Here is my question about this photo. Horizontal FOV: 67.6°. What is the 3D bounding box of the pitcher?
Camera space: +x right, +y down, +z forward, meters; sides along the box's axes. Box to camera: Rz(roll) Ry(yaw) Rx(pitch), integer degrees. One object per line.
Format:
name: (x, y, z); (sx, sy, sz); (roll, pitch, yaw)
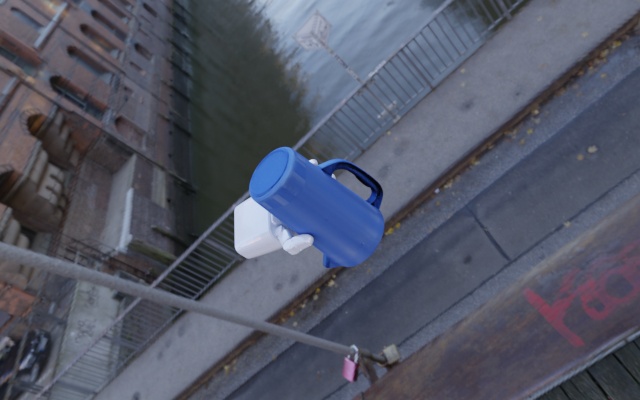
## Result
pitcher: (0.000, 0.003, 0.858); (0.145, 0.149, 0.243); (-23, -46, 36)
